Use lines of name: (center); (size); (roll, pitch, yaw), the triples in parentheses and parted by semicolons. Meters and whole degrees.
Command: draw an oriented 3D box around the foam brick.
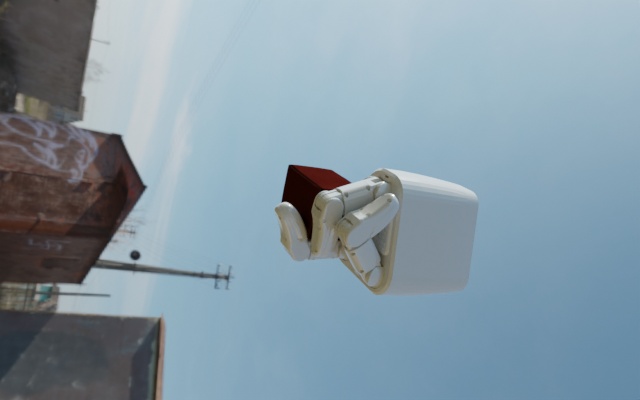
foam brick: (0.000, 0.001, 0.479); (0.051, 0.053, 0.078); (4, 19, -29)
